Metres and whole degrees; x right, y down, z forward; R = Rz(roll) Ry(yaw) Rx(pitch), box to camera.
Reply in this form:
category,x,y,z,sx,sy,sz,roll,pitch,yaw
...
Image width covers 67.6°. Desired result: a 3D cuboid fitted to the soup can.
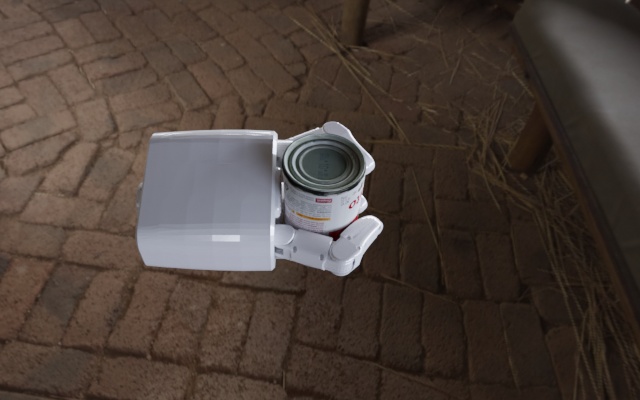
category,x,y,z,sx,sy,sz,roll,pitch,yaw
soup can,0.001,0.001,0.407,0.068,0.068,0.102,0,-40,-4
